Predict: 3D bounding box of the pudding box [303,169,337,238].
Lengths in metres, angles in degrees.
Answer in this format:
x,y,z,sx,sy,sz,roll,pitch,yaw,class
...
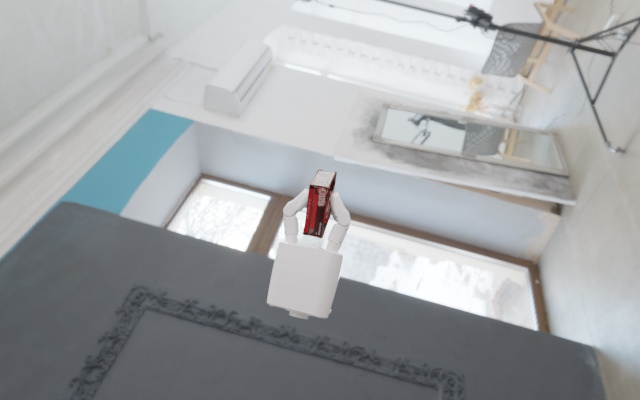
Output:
x,y,z,sx,sy,sz,roll,pitch,yaw,class
0.000,0.003,0.822,0.039,0.090,0.113,10,18,3,pudding box
